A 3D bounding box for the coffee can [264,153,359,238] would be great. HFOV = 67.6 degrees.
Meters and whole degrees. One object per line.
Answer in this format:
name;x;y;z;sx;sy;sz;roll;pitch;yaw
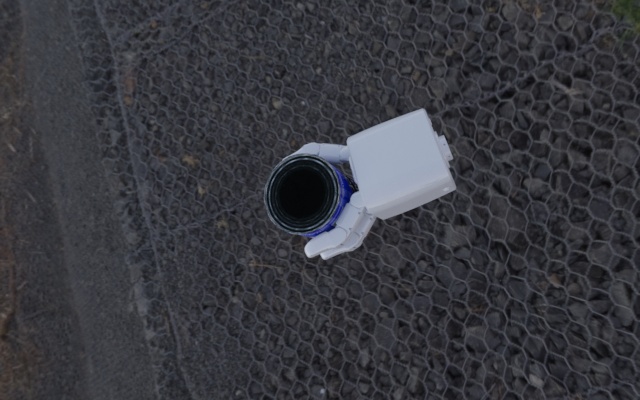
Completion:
coffee can;0.000;0.002;0.651;0.103;0.103;0.140;0;-9;21
